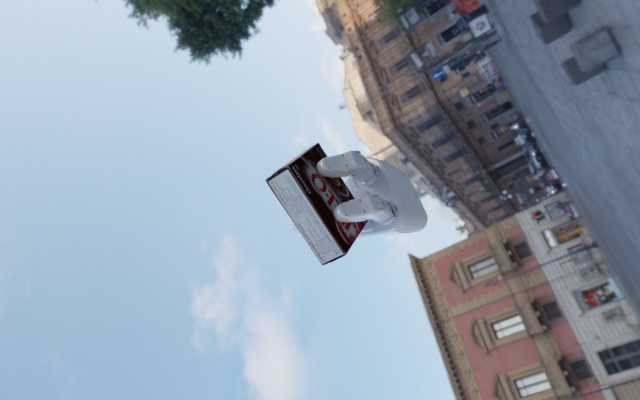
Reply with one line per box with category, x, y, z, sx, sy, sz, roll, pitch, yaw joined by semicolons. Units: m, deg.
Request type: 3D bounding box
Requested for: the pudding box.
pudding box;0.000;0.002;0.526;0.039;0.113;0.090;-32;8;28
